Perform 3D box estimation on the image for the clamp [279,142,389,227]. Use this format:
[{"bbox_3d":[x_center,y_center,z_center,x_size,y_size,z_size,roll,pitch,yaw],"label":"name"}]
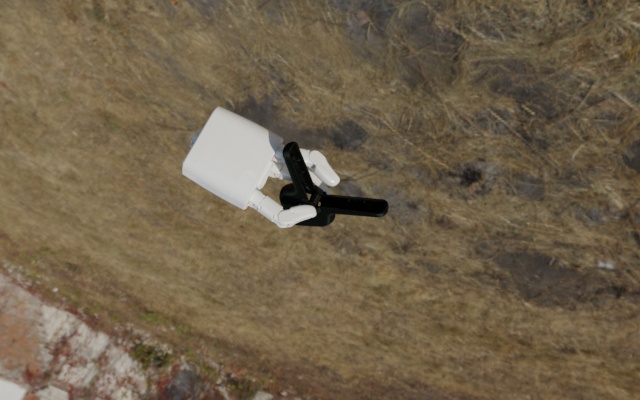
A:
[{"bbox_3d":[-0.001,0.003,0.716,0.164,0.036,0.210,30,-26,-3],"label":"clamp"}]
